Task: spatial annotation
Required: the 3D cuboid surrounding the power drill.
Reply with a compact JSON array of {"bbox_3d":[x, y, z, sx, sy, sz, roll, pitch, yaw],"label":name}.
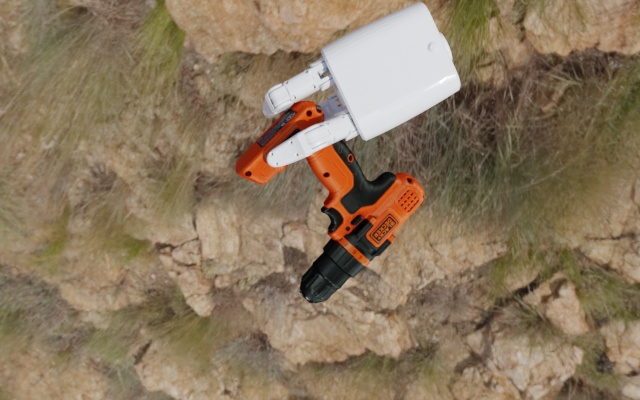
[{"bbox_3d":[0.000,0.001,0.518,0.188,0.184,0.057,44,-2,-25],"label":"power drill"}]
